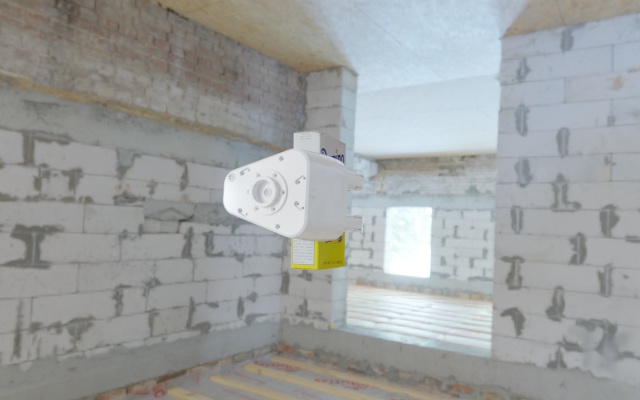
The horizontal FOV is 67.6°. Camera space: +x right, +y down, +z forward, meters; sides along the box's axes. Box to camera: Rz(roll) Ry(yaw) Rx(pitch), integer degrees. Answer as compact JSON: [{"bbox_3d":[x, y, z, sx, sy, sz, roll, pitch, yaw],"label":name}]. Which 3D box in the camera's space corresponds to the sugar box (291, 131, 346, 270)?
[{"bbox_3d":[0.001,0.002,0.639,0.048,0.176,0.093,1,-3,24],"label":"sugar box"}]
